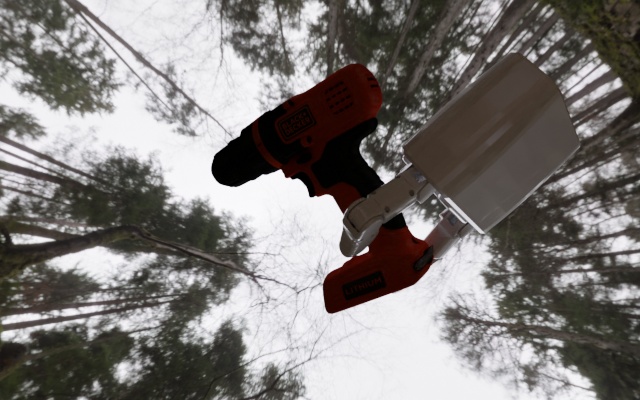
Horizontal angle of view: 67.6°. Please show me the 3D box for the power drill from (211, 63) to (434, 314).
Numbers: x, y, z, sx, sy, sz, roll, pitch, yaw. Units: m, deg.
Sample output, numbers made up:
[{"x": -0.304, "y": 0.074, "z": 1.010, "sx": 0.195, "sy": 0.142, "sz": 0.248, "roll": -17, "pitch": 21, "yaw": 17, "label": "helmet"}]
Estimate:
[{"x": 0.001, "y": 0.002, "z": 0.422, "sx": 0.184, "sy": 0.187, "sz": 0.057, "roll": -26, "pitch": 2, "yaw": 32, "label": "power drill"}]
